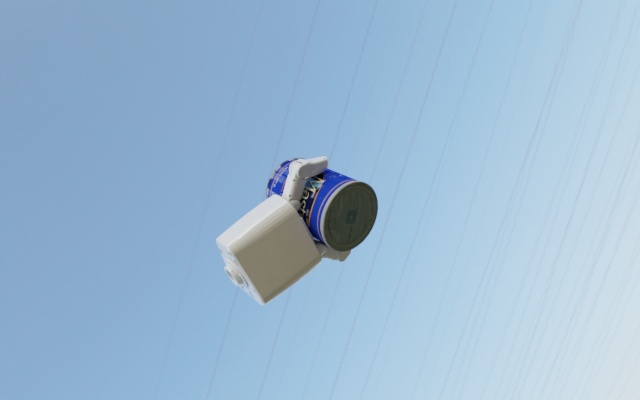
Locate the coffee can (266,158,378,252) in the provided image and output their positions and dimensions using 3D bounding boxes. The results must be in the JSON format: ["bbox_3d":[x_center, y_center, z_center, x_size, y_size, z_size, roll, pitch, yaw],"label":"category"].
[{"bbox_3d":[0.000,0.002,0.708,0.103,0.103,0.140,0,18,-41],"label":"coffee can"}]
